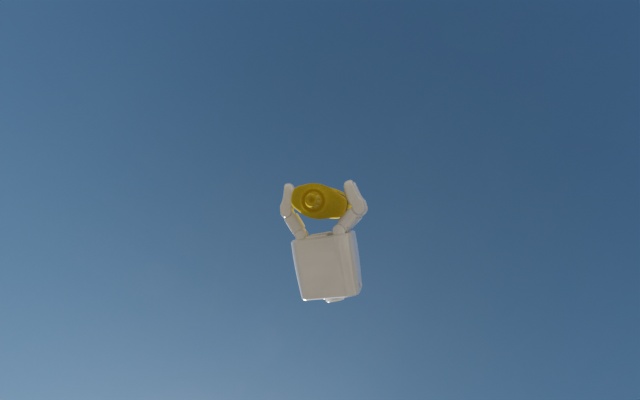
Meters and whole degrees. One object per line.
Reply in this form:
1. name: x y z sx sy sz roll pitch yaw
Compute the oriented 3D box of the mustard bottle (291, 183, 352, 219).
1. mustard bottle: 0.000 0.002 0.822 0.096 0.058 0.191 15 1 9
